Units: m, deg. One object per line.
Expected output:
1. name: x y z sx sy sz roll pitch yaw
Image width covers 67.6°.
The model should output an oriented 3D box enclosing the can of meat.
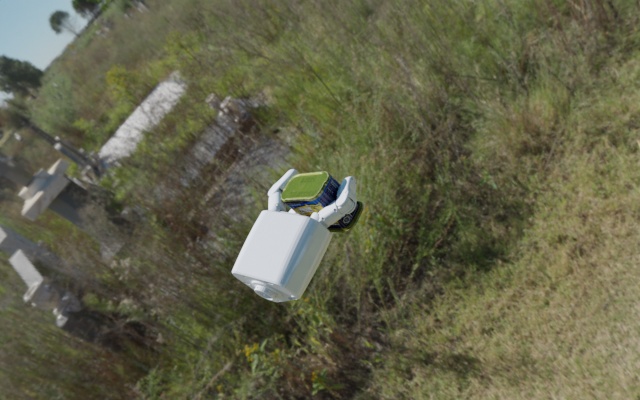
1. can of meat: 0.000 0.002 0.729 0.102 0.057 0.084 -3 -38 50
